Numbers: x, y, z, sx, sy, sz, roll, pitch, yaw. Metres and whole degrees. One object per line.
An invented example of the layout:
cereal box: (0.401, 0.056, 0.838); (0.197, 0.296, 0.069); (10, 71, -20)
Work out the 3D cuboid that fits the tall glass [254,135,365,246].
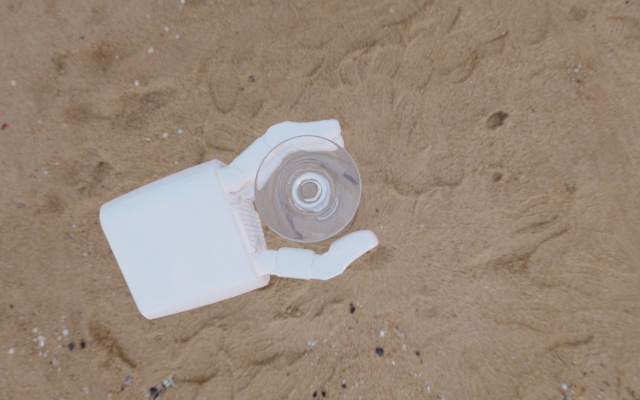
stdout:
tall glass: (0.000, 0.001, 0.424); (0.079, 0.079, 0.201); (0, -6, 6)
